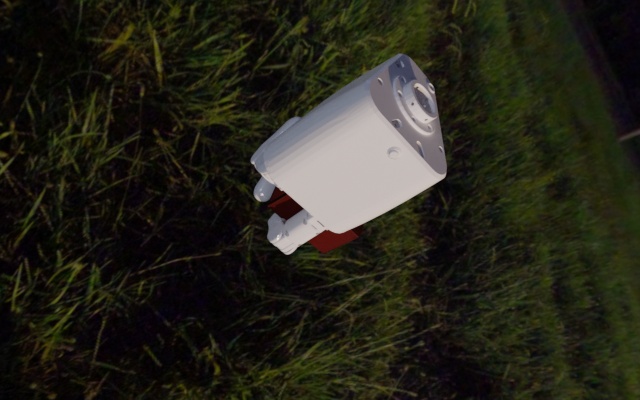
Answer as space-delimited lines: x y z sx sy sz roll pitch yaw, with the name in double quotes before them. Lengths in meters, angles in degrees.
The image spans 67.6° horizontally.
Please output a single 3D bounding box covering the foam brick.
"foam brick" 0.000 0.002 0.446 0.051 0.053 0.078 -29 -60 37
